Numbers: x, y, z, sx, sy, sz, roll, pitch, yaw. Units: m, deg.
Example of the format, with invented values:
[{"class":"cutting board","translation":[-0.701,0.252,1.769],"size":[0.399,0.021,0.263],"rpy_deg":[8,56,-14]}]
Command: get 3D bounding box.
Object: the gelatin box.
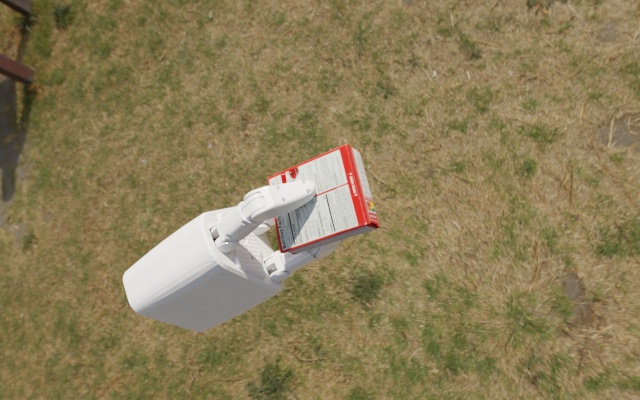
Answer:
[{"class":"gelatin box","translation":[0.000,0.001,0.421],"size":[0.089,0.073,0.030],"rpy_deg":[-21,-18,26]}]
